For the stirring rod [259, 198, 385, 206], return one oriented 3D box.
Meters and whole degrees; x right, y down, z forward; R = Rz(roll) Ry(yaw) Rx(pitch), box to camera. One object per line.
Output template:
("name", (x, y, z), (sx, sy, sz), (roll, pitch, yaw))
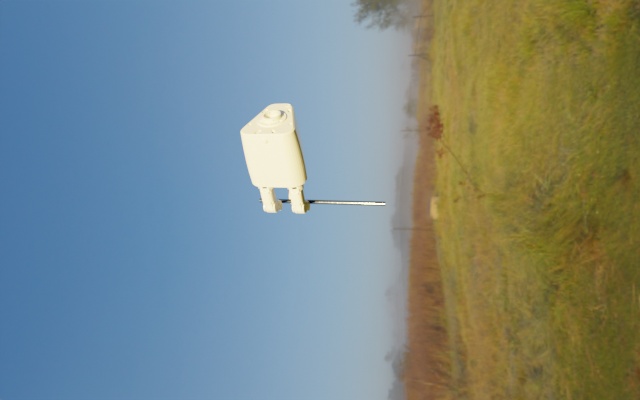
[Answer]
("stirring rod", (0.000, 0.003, 0.891), (0.239, 0.011, 0.011), (2, 0, 14))
